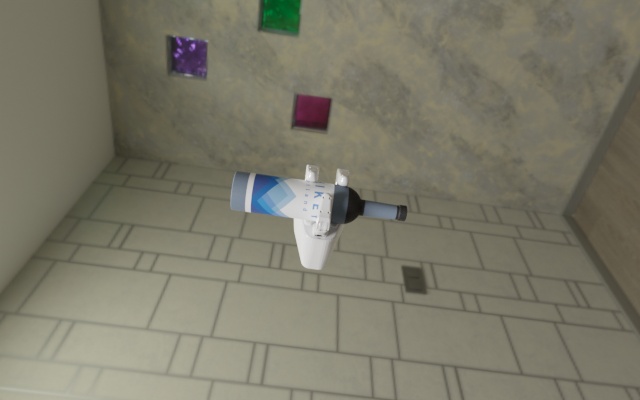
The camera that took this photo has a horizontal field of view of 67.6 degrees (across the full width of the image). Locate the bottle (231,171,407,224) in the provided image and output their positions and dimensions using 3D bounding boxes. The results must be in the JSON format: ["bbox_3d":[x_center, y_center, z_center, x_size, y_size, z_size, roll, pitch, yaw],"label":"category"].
[{"bbox_3d":[0.000,0.003,0.812,0.296,0.069,0.069,8,0,-3],"label":"bottle"}]
